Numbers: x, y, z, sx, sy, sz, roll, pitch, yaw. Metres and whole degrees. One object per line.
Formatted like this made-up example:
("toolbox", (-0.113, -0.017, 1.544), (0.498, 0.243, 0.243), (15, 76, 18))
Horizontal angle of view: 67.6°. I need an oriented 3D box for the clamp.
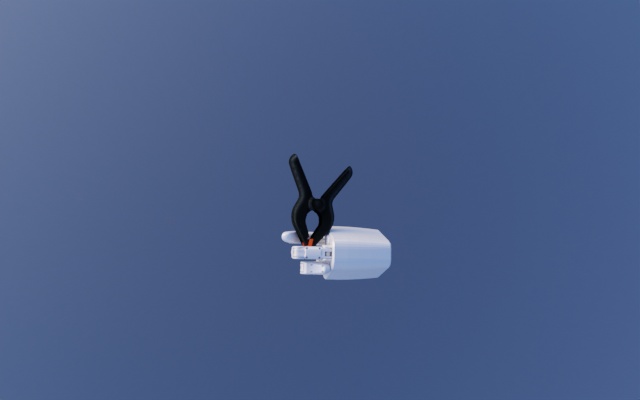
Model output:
("clamp", (0.000, 0.003, 0.868), (0.120, 0.171, 0.039), (2, -4, -9))
